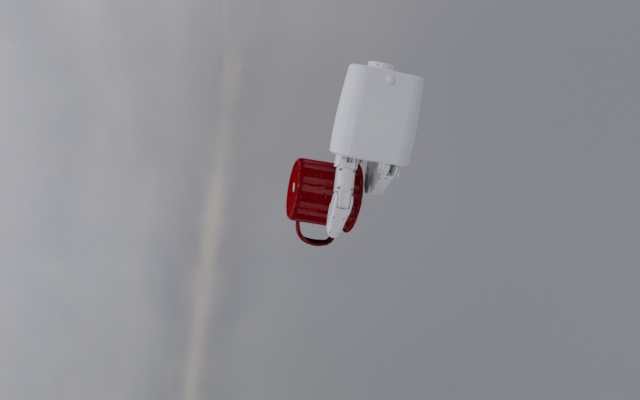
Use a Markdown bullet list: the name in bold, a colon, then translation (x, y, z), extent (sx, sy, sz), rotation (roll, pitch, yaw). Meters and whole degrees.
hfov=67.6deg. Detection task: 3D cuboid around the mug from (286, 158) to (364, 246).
- **mug**: translation (0.000, 0.003, 0.623), extent (0.081, 0.117, 0.093), rotation (9, 11, -13)
